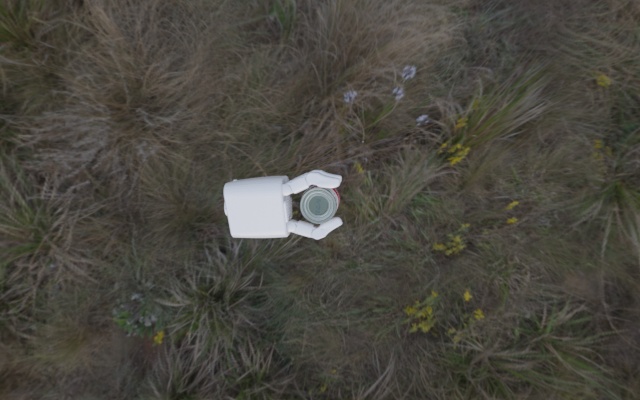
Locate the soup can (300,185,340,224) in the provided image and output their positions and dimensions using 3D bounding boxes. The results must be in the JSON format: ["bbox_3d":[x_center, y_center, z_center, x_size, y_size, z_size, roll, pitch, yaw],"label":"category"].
[{"bbox_3d":[0.001,0.003,0.890,0.068,0.068,0.102,0,7,5],"label":"soup can"}]
